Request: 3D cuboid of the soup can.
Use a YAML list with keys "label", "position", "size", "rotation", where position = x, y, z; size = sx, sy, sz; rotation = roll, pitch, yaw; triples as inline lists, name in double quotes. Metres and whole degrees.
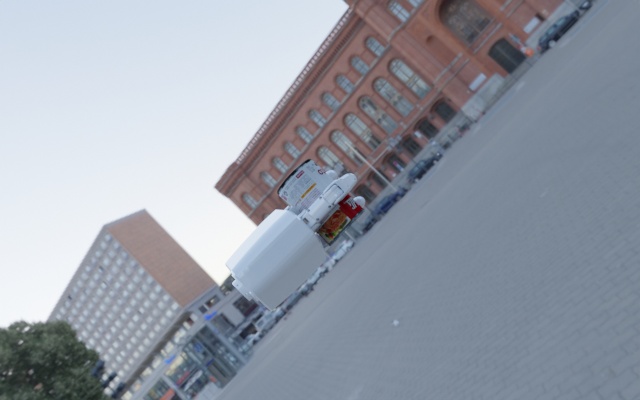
- label: "soup can"
  position: [0.000, 0.002, 0.642]
  size: [0.102, 0.068, 0.068]
  rotation: [44, 5, 5]
